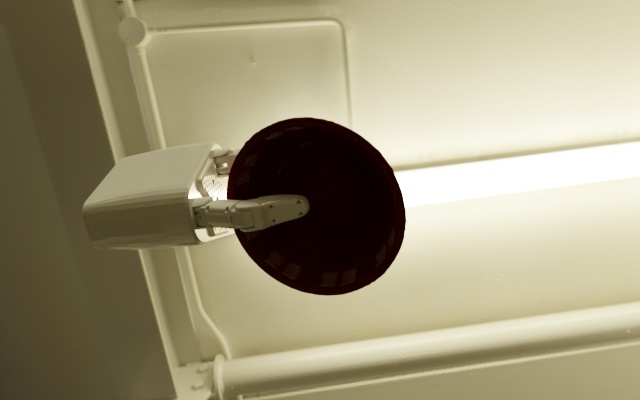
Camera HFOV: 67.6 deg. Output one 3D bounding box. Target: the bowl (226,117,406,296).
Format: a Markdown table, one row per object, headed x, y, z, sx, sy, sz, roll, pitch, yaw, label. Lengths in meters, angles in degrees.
| x | y | z | sx | sy | sz | roll | pitch | yaw | label |
| --- | --- | --- | --- | --- | --- | --- | --- | --- | --- |
| 0.001 | 0.002 | 0.428 | 0.162 | 0.162 | 0.055 | 0 | 20 | 20 | bowl |
